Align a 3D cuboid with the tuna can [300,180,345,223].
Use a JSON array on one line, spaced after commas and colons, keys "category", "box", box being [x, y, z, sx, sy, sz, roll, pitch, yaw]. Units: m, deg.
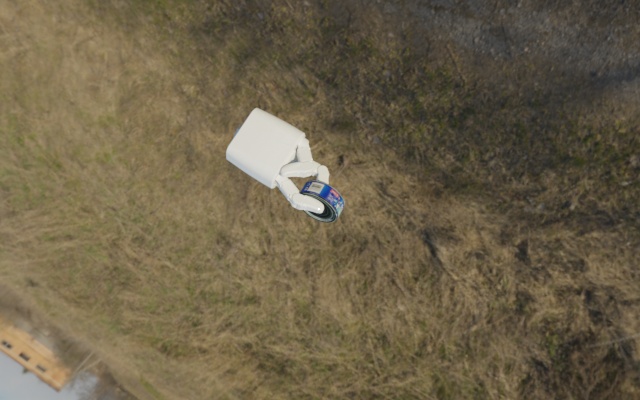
[{"category": "tuna can", "box": [0.000, 0.003, 0.888, 0.086, 0.033, 0.086, 23, -31, 15]}]
